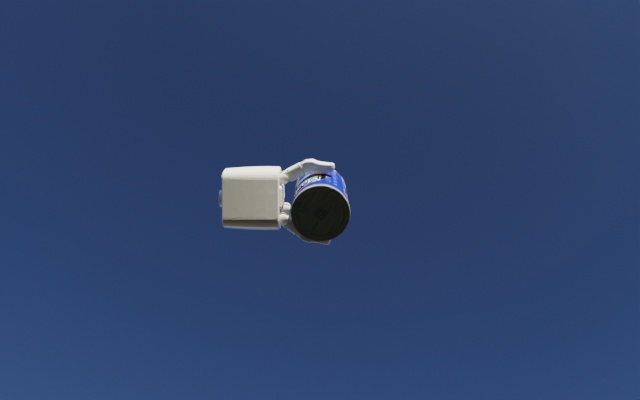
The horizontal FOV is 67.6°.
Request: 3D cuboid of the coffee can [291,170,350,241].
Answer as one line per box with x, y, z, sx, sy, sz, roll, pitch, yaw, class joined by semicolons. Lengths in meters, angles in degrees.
0.000;0.002;0.885;0.103;0.103;0.140;0;18;0;coffee can
